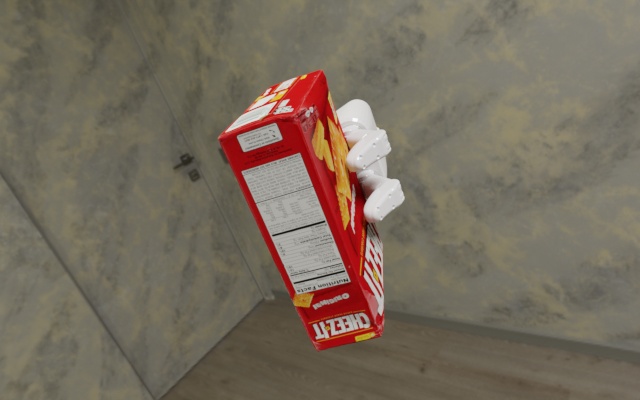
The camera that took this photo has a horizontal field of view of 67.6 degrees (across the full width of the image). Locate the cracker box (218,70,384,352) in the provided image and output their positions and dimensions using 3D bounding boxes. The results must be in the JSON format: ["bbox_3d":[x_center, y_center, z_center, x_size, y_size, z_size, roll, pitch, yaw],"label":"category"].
[{"bbox_3d":[0.000,0.001,0.451,0.072,0.214,0.164,-16,22,15],"label":"cracker box"}]
